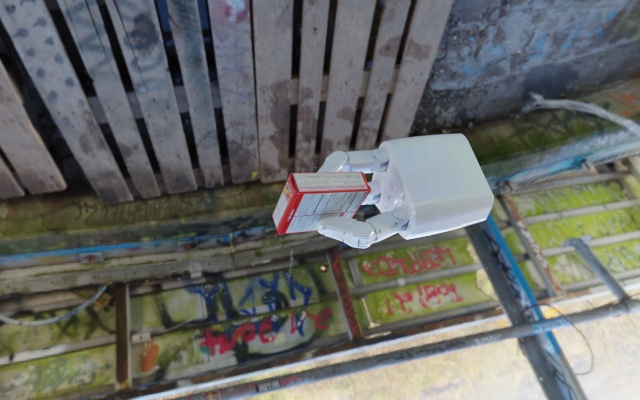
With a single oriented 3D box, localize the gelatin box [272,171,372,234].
[{"bbox_3d":[0.000,0.002,0.518,0.089,0.030,0.073,-4,-35,-27],"label":"gelatin box"}]
